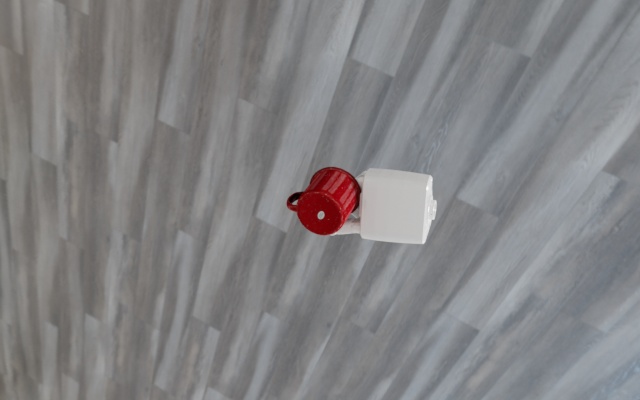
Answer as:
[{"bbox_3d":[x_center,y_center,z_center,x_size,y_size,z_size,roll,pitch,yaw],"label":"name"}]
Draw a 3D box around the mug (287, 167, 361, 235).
[{"bbox_3d":[-0.001,0.002,0.776,0.117,0.093,0.081,5,28,19],"label":"mug"}]
